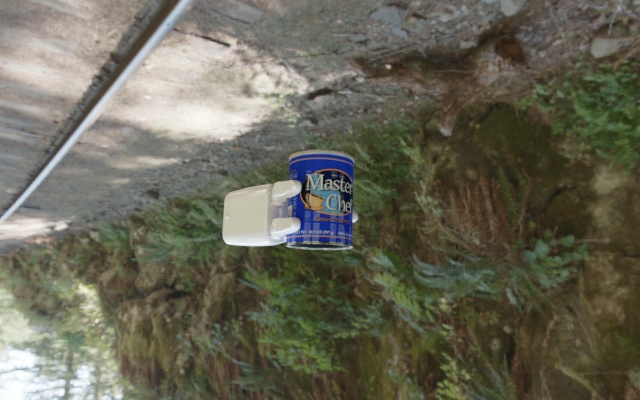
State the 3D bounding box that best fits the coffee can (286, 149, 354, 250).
[{"bbox_3d":[0.000,0.002,0.739,0.103,0.140,0.103,1,-11,0],"label":"coffee can"}]
